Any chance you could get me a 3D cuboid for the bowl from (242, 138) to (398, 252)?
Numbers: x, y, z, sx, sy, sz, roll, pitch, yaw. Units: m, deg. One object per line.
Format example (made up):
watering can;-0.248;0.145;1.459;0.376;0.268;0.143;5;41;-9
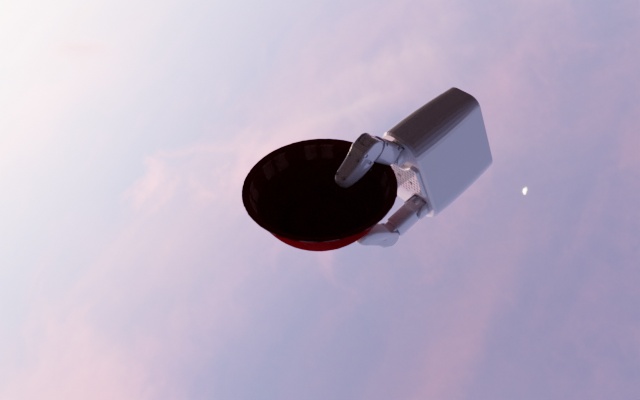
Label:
bowl;-0.001;0.002;0.512;0.162;0.055;0.162;-2;43;2
